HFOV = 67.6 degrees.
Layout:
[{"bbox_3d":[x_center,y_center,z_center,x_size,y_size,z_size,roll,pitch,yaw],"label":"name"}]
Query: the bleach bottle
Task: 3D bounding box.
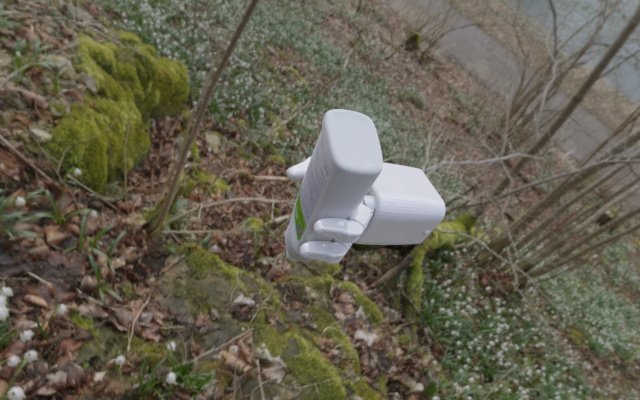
[{"bbox_3d":[0.000,0.002,0.643,0.068,0.102,0.251,6,-37,-19],"label":"bleach bottle"}]
